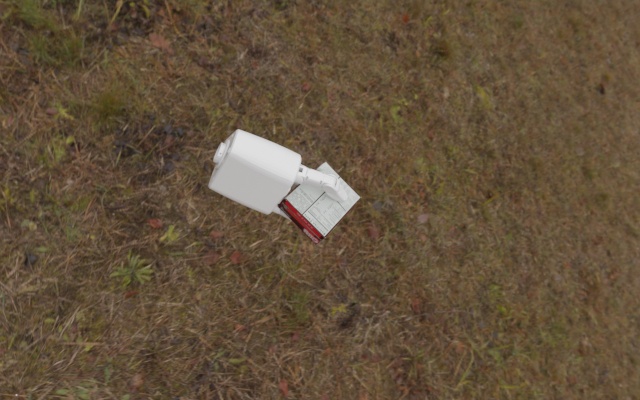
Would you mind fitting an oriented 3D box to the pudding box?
[{"bbox_3d":[0.000,0.002,0.772,0.113,0.090,0.039,-45,2,-33],"label":"pudding box"}]
